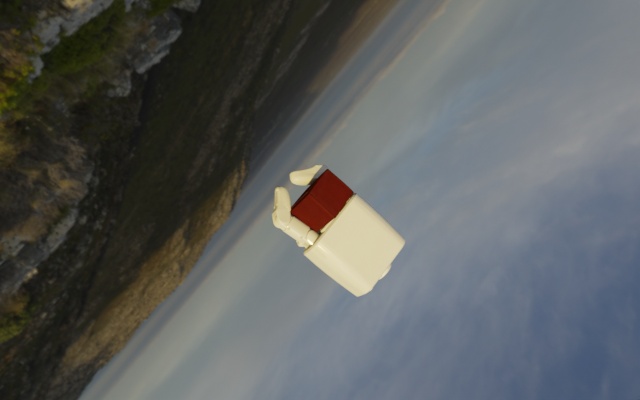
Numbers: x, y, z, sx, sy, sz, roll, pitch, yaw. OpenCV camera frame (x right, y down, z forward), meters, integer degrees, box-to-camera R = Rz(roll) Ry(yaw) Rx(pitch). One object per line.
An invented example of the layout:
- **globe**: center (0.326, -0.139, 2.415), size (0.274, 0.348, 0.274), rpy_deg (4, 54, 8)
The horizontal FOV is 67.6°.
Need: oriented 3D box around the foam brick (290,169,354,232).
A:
- **foam brick**: center (0.000, 0.002, 0.671), size (0.053, 0.051, 0.078), rpy_deg (-51, 5, -32)
